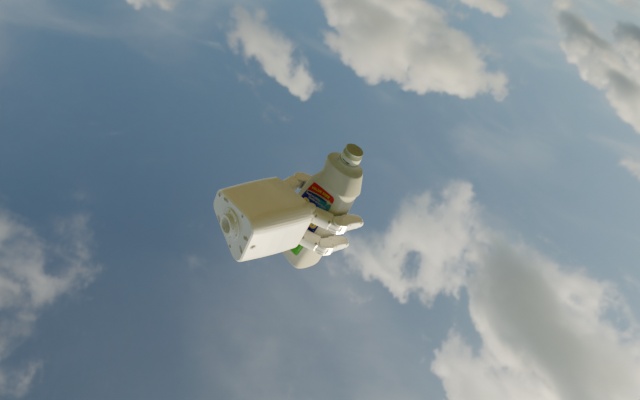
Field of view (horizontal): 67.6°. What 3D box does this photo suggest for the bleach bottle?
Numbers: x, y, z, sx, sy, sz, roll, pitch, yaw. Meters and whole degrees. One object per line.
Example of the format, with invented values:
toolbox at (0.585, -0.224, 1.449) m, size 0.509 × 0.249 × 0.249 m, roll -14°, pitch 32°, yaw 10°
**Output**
bleach bottle at (0.000, 0.003, 0.790) m, size 0.068 × 0.102 × 0.251 m, roll -14°, pitch -34°, yaw -38°
